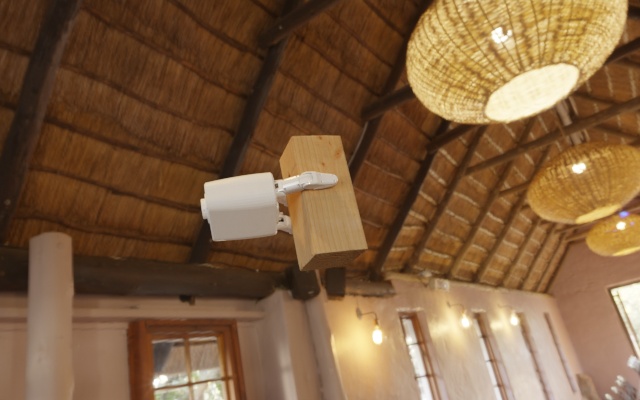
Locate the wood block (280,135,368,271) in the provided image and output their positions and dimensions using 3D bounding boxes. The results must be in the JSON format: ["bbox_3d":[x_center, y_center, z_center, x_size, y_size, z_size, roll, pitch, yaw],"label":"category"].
[{"bbox_3d":[0.000,0.002,0.798,0.090,0.206,0.091,-3,-23,-22],"label":"wood block"}]
